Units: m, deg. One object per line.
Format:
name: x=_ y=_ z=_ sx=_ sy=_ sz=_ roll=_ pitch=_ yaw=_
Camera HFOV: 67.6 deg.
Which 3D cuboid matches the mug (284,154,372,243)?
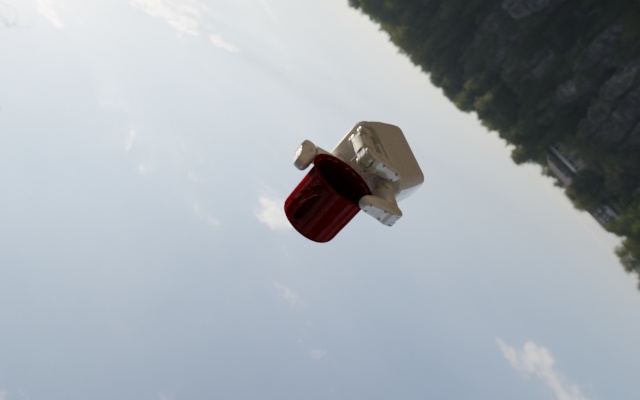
mug: x=-0.001 y=0.002 z=0.604 sx=0.081 sy=0.093 sz=0.117 roll=-48 pitch=-19 yaw=28
